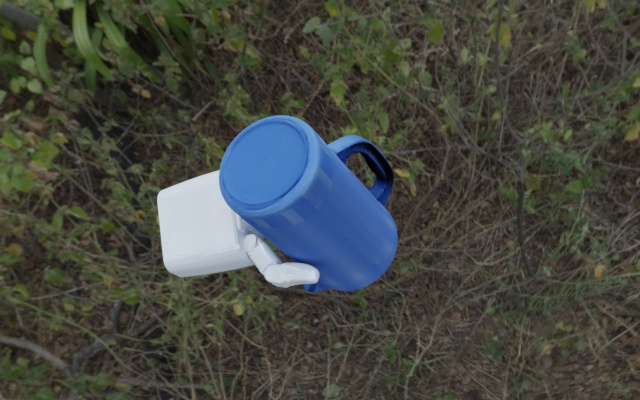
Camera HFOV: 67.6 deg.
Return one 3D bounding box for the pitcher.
[{"bbox_3d":[0.000,0.002,0.542,0.145,0.149,0.243,-13,-28,18],"label":"pitcher"}]
